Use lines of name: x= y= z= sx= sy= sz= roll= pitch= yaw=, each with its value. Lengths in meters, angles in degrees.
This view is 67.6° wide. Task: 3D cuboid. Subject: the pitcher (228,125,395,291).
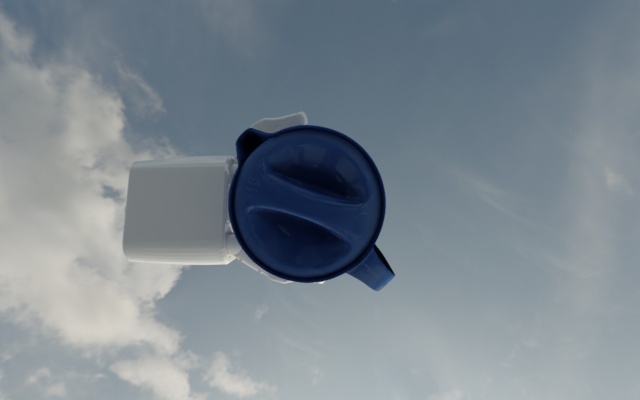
pitcher: x=0.000 y=0.002 z=0.512 sx=0.145 sy=0.149 sz=0.243 roll=0 pitch=5 yaw=3
